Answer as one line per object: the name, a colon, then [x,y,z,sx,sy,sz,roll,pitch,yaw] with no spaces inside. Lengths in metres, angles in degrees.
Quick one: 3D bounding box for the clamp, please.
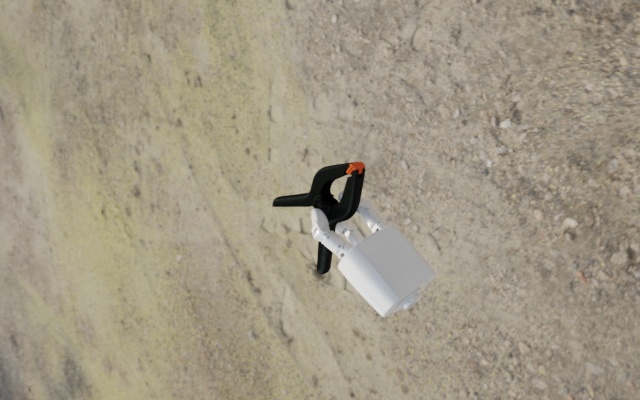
clamp: [0.000,0.003,0.797,0.036,0.210,0.164,-18,58,-47]
